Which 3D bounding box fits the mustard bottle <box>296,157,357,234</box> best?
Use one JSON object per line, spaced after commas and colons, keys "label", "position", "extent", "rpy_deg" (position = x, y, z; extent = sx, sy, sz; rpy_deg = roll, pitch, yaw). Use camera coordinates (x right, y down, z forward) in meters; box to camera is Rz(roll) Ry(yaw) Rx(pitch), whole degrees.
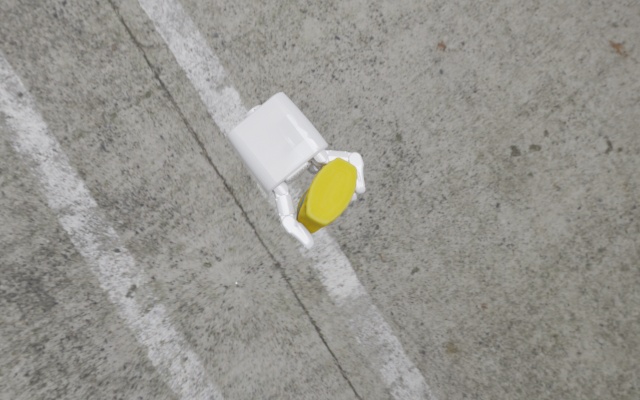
{"label": "mustard bottle", "position": [0.000, 0.003, 0.722], "extent": [0.058, 0.096, 0.192], "rpy_deg": [28, -13, -4]}
